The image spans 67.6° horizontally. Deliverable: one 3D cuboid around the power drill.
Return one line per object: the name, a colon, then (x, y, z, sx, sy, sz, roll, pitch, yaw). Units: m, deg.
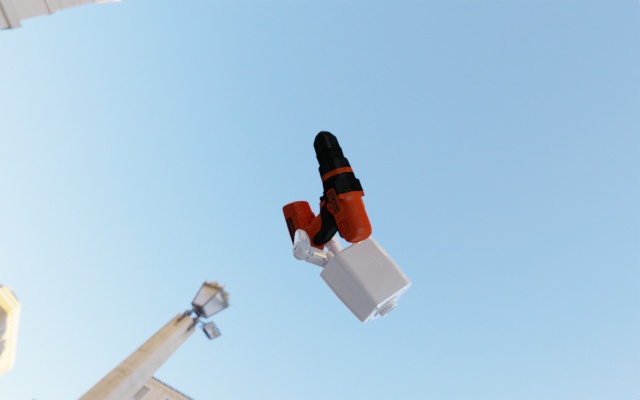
power drill: (0.000, 0.003, 0.787, 0.057, 0.184, 0.188, -8, -19, -30)
